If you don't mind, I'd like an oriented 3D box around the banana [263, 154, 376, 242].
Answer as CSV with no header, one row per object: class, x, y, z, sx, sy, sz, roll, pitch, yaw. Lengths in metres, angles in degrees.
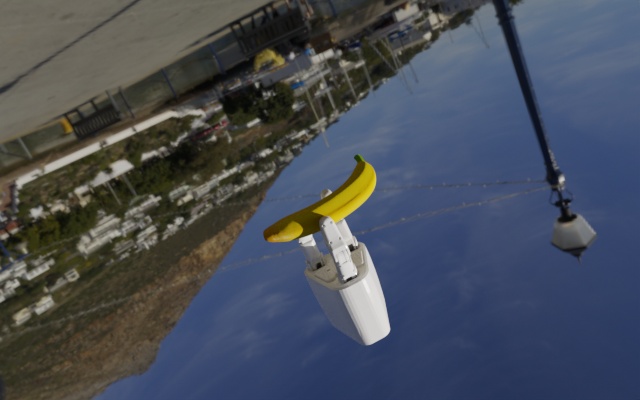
banana,0.014,0.003,0.638,0.197,0.037,0.069,-38,30,-29
